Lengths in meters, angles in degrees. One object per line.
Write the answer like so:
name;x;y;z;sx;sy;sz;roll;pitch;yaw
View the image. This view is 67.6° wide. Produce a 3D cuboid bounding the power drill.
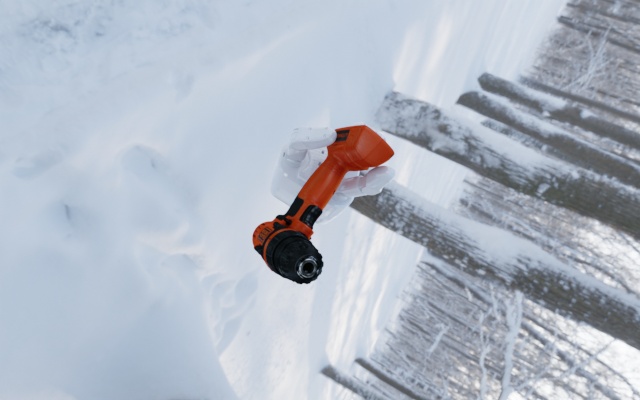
power drill;0.000;0.001;0.540;0.057;0.187;0.184;41;-9;-19
